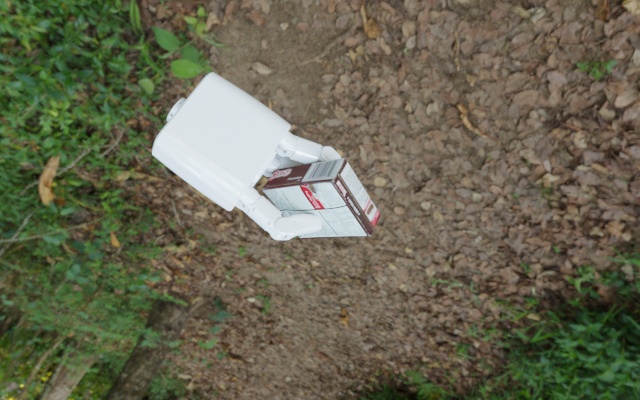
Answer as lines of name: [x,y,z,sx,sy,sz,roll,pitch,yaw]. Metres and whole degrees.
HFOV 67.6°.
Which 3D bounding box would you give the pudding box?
pudding box: [0.000,0.002,0.553,0.113,0.039,0.090,-4,-47,42]
